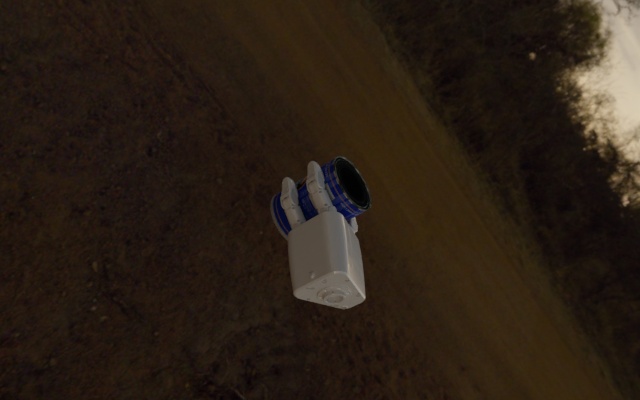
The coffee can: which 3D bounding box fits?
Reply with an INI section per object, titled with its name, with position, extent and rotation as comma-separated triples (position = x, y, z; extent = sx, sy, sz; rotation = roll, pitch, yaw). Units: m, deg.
[coffee can]
position = 0.000, 0.003, 0.809
extent = 0.140, 0.102, 0.103
rotation = -31, -15, 26
